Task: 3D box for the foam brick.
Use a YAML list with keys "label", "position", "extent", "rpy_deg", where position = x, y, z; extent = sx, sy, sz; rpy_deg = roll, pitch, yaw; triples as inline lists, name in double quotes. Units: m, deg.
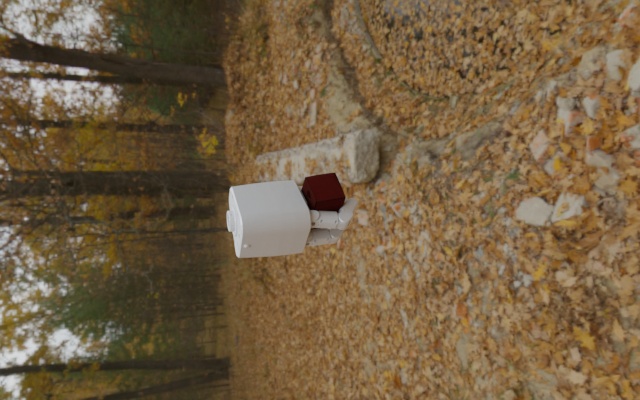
- label: "foam brick"
  position: [0.000, 0.002, 0.757]
  extent: [0.051, 0.053, 0.078]
  rpy_deg: [-8, -37, -21]
